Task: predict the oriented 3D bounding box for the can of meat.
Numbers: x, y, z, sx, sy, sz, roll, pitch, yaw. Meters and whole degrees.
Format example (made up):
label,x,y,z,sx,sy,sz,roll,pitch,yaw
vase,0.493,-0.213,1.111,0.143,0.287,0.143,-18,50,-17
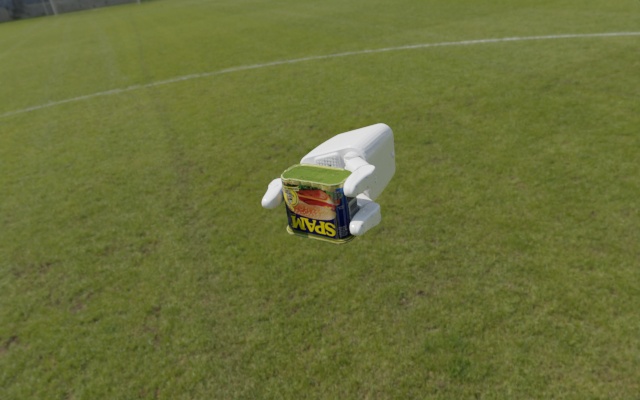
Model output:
label,x,y,z,sx,sy,sz,roll,pitch,yaw
can of meat,0.000,0.002,0.627,0.102,0.084,0.057,10,32,31
